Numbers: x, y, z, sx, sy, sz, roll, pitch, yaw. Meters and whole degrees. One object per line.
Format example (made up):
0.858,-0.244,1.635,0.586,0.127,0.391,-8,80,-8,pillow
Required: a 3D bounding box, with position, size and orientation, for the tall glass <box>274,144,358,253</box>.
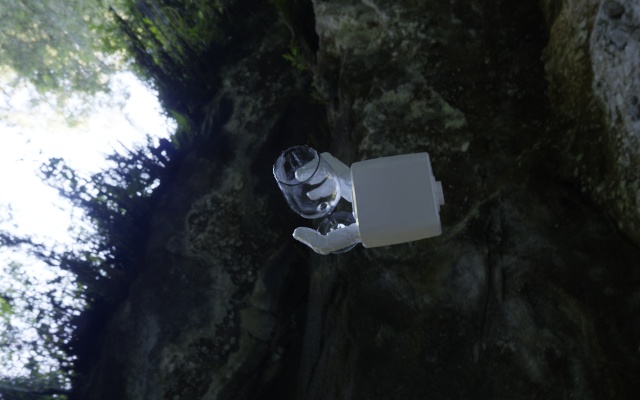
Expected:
0.000,0.003,0.674,0.079,0.079,0.201,0,-28,21,tall glass
